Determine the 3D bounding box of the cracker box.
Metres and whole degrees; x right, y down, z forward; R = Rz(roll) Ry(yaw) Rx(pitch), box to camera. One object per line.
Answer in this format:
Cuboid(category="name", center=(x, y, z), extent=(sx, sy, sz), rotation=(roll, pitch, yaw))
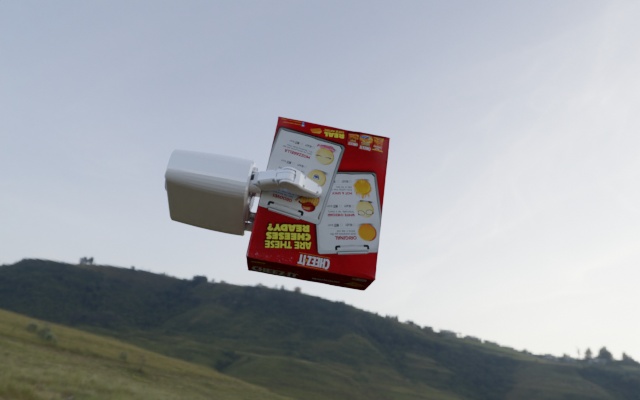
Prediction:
Cuboid(category="cracker box", center=(0.000, 0.002, 0.654), extent=(0.164, 0.213, 0.072), rotation=(11, -26, -2))
